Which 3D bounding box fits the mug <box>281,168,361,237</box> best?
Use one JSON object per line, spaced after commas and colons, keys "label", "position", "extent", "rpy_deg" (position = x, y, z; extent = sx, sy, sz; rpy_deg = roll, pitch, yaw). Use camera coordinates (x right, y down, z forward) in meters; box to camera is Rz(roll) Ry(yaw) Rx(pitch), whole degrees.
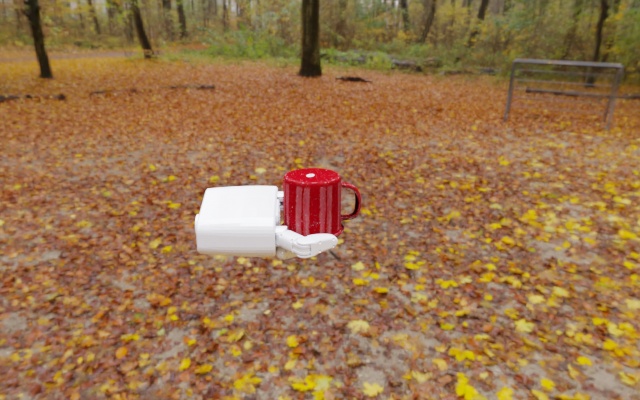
{"label": "mug", "position": [0.002, 0.002, 0.676], "extent": [0.117, 0.081, 0.093], "rpy_deg": [-1, 19, -4]}
